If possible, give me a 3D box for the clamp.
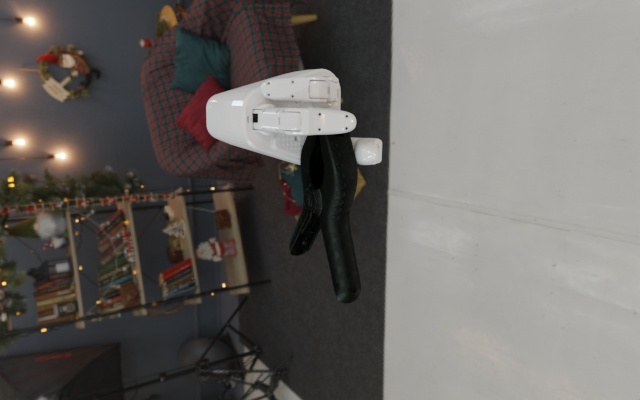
[{"bbox_3d":[0.000,0.001,0.462,0.039,0.171,0.120,-7,13,-34],"label":"clamp"}]
